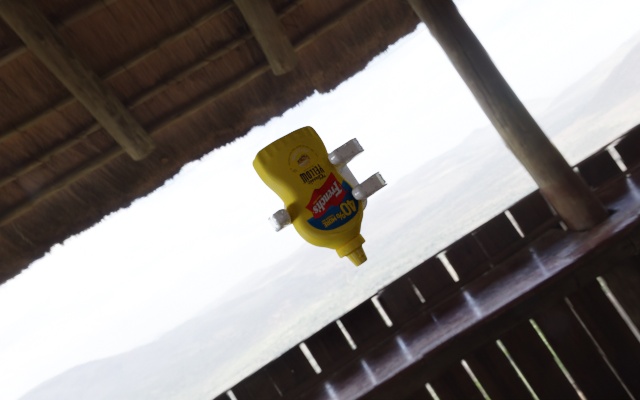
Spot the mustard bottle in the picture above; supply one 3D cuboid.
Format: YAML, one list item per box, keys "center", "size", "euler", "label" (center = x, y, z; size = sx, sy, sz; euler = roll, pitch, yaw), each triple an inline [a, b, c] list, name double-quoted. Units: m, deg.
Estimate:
- center: [0.000, 0.002, 0.620]
  size: [0.096, 0.191, 0.058]
  euler: [-32, -5, -28]
  label: "mustard bottle"
